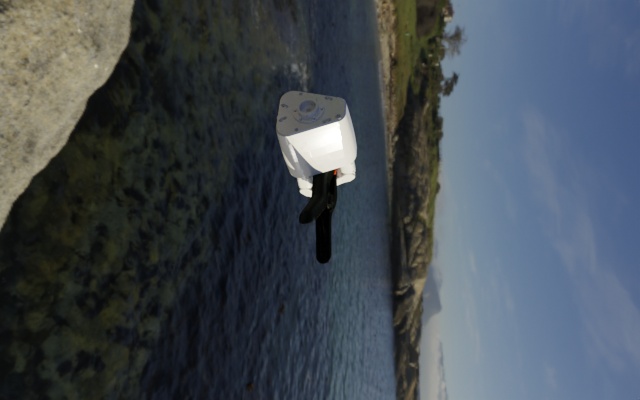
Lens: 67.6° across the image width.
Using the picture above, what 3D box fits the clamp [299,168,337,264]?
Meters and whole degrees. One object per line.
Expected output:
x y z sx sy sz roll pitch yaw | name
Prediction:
0.001 0.002 0.772 0.039 0.171 0.120 -2 -32 11 | clamp
